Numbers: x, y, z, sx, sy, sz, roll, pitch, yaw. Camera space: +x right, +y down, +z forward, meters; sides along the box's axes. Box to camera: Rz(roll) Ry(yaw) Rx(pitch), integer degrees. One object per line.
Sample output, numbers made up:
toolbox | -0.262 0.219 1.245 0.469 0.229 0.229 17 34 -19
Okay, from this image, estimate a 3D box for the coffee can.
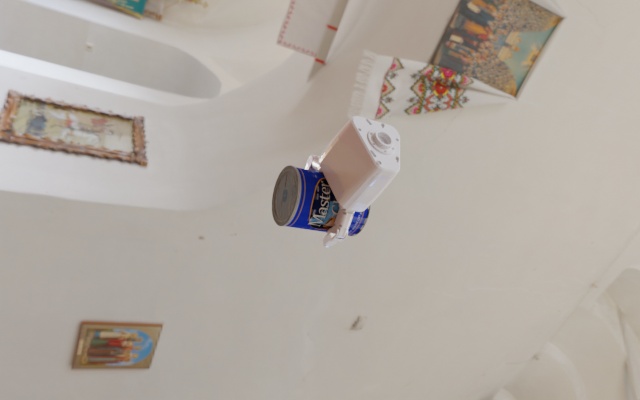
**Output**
coffee can | 0.000 0.003 0.825 0.140 0.103 0.103 10 -5 -27
